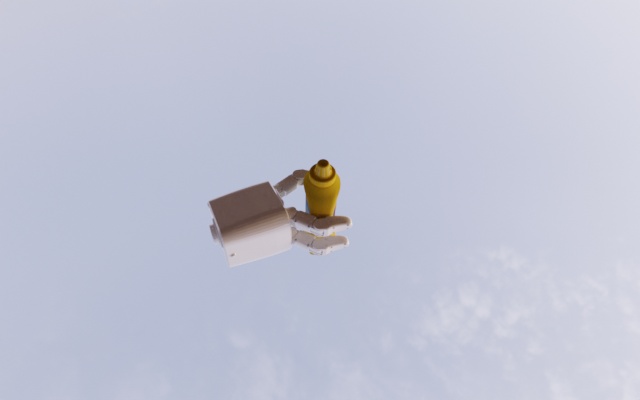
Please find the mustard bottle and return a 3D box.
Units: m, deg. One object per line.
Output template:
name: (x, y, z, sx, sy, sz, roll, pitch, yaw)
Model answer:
mustard bottle: (0.000, 0.003, 0.774, 0.058, 0.096, 0.192, 2, -37, -1)
